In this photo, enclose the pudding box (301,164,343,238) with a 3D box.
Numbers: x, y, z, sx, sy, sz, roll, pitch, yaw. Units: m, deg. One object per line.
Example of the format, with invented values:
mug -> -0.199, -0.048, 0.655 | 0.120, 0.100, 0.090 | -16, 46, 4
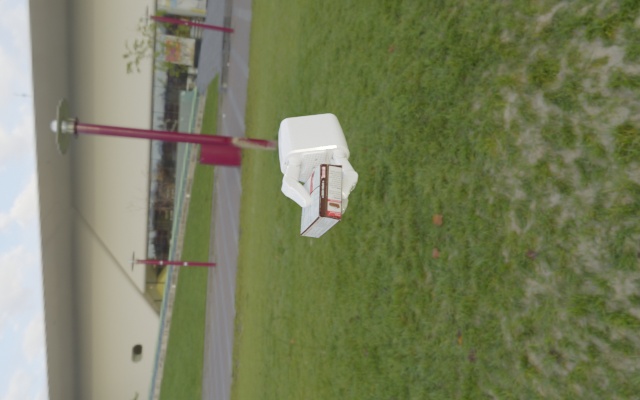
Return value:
pudding box -> 0.000, 0.002, 0.757 | 0.039, 0.090, 0.113 | 6, -19, -14
